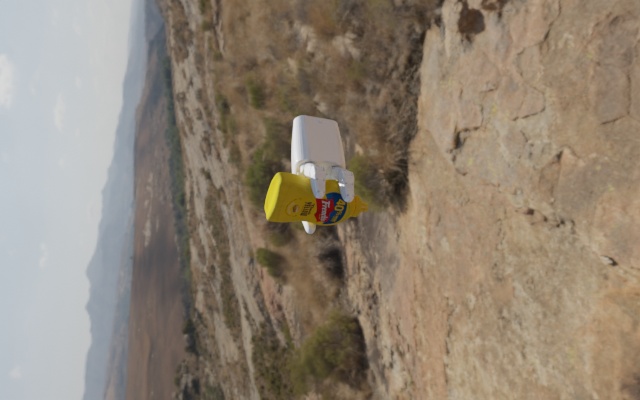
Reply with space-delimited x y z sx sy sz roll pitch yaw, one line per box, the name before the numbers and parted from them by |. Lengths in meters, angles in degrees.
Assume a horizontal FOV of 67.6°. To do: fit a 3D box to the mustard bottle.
mustard bottle | 0.000 0.003 0.880 0.191 0.096 0.058 6 38 -23
